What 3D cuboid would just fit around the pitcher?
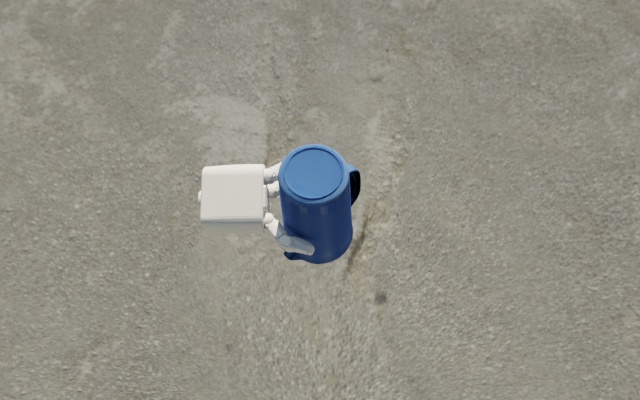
[{"bbox_3d":[0.000,0.003,0.819,0.145,0.149,0.243,1,-25,2],"label":"pitcher"}]
